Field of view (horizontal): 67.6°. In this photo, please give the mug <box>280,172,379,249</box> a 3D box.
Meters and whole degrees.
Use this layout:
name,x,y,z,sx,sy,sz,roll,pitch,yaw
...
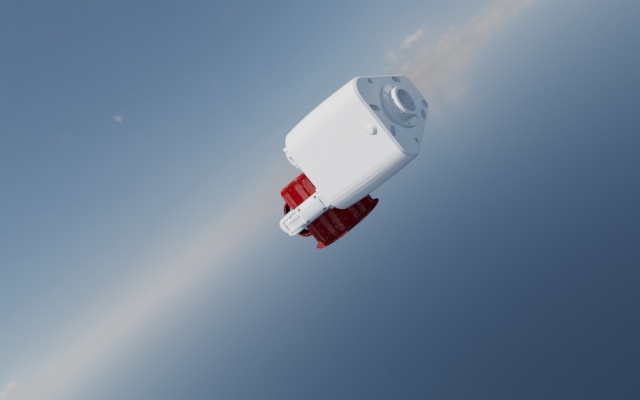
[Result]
name,x,y,z,sx,sy,sz,roll,pitch,yaw
mug,-0.001,0.002,0.571,0.117,0.081,0.093,-35,5,40
